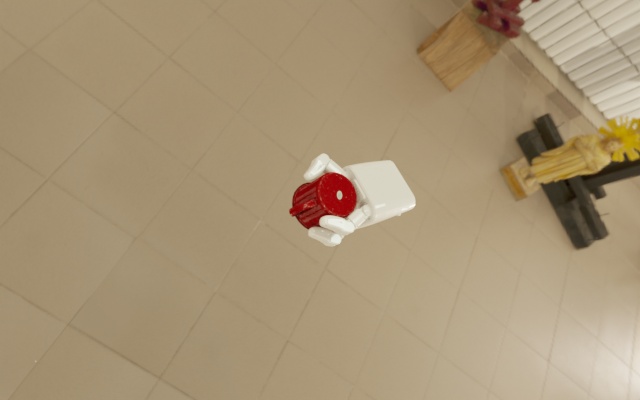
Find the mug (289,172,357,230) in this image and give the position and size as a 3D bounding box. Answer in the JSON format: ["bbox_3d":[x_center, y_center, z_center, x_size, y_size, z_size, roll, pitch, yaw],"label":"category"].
[{"bbox_3d":[-0.001,0.003,0.822,0.117,0.093,0.081,-14,-9,-35],"label":"mug"}]
